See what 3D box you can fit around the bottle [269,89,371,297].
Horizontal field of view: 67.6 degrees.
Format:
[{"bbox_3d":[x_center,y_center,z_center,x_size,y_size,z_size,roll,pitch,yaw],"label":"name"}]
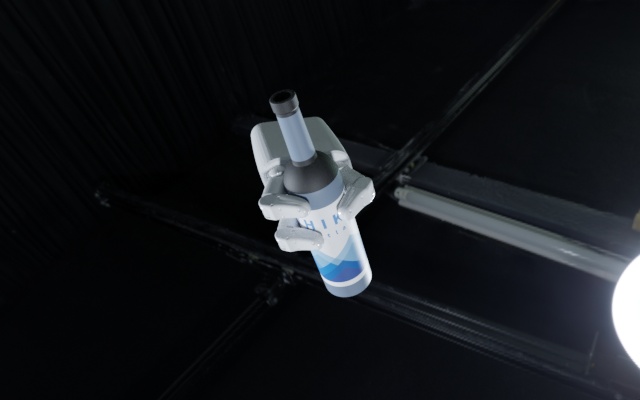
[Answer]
[{"bbox_3d":[0.000,0.002,0.571,0.069,0.296,0.069,-11,41,10],"label":"bottle"}]
